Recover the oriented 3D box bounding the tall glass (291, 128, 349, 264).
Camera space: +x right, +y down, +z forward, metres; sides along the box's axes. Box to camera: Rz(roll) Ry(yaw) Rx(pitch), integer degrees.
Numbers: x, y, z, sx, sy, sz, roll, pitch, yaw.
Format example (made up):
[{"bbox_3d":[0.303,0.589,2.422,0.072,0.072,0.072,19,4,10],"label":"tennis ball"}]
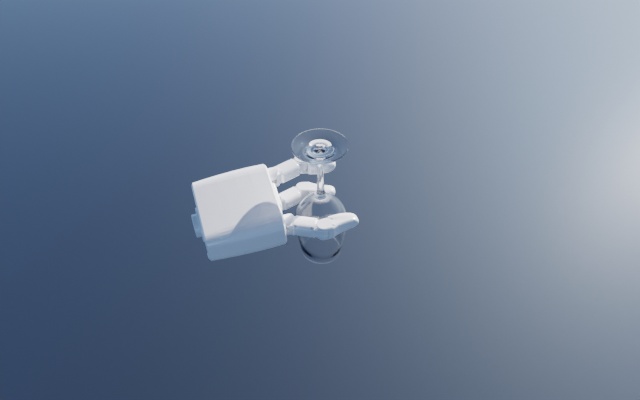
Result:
[{"bbox_3d":[0.000,0.002,0.675,0.079,0.201,0.079,-1,43,1],"label":"tall glass"}]
